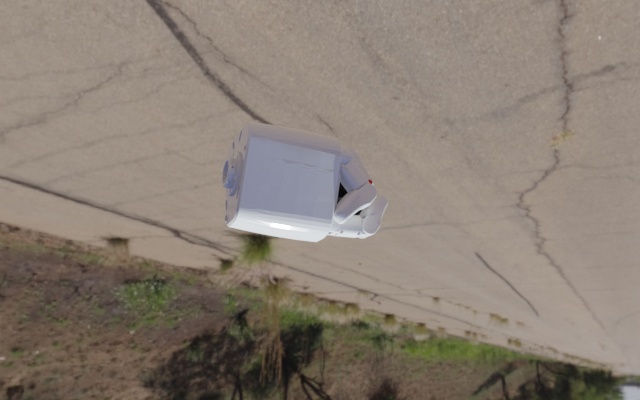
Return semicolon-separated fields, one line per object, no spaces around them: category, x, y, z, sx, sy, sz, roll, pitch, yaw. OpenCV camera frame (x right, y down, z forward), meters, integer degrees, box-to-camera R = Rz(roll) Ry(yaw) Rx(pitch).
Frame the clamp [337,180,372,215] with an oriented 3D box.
clamp;0.000;0.003;0.632;0.120;0.039;0.171;9;-20;-24
